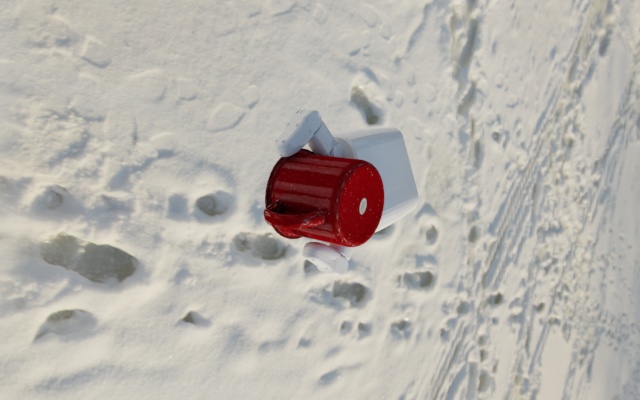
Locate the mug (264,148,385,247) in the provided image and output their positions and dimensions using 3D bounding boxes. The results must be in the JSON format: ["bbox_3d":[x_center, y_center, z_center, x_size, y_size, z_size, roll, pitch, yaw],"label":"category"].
[{"bbox_3d":[-0.001,0.002,0.449,0.081,0.093,0.117,10,20,39],"label":"mug"}]
